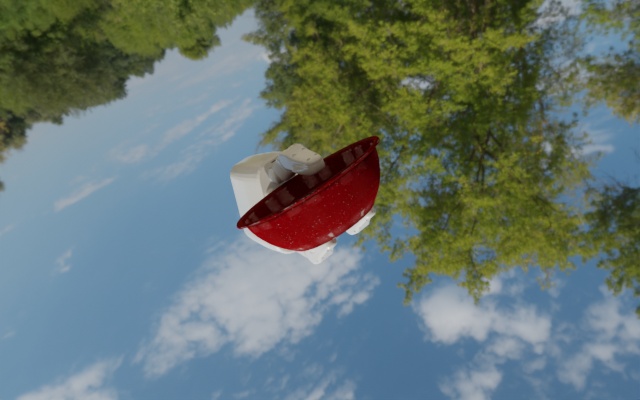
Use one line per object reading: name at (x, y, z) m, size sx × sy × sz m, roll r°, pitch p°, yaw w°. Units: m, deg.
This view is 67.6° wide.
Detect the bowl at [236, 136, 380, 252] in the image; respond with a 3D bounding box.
bowl at (0.001, 0.002, 0.467) m, size 0.162 × 0.055 × 0.162 m, roll -31°, pitch 10°, yaw 6°
